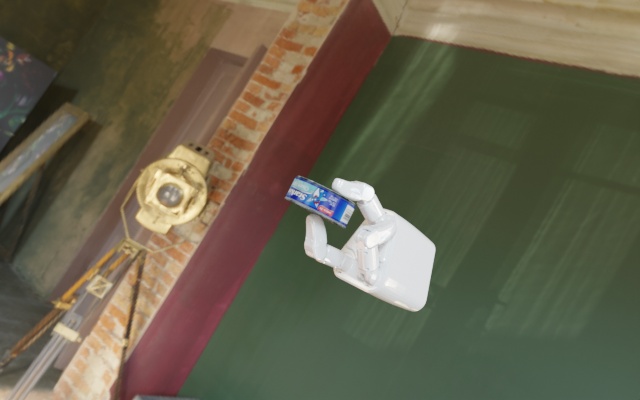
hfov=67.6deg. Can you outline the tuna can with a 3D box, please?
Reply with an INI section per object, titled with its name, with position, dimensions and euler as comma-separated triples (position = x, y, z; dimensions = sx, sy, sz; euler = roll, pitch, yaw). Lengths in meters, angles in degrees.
[tuna can]
position = 0.000, 0.001, 0.601
dimensions = 0.086, 0.034, 0.086
euler = 26, -3, 1
